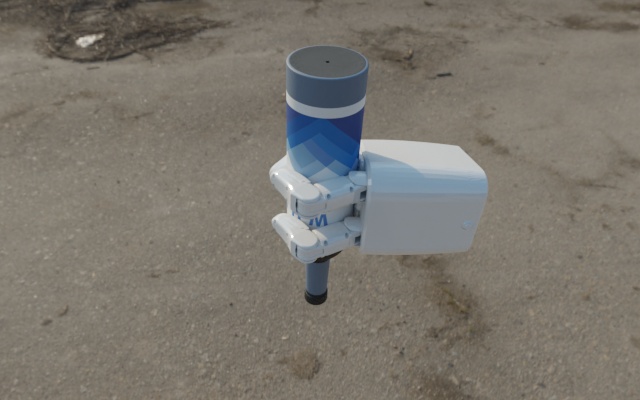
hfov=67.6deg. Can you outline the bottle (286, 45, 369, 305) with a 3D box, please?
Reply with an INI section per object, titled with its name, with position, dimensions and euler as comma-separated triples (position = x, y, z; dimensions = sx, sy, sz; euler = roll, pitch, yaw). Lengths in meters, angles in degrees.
[bottle]
position = 0.000, 0.001, 0.475
dimensions = 0.069, 0.296, 0.069
euler = 2, 40, -1
